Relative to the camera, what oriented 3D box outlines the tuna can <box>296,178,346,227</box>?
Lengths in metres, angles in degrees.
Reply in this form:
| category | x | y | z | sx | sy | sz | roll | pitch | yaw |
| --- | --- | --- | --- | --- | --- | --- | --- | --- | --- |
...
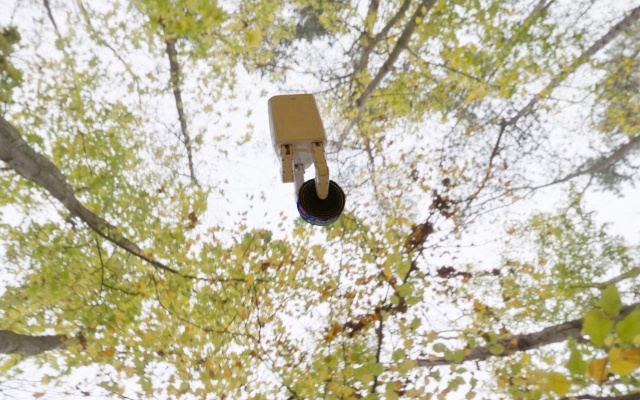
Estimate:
| category | x | y | z | sx | sy | sz | roll | pitch | yaw |
| --- | --- | --- | --- | --- | --- | --- | --- | --- | --- |
| tuna can | 0.000 | 0.003 | 0.853 | 0.086 | 0.086 | 0.034 | 0 | -30 | -12 |
